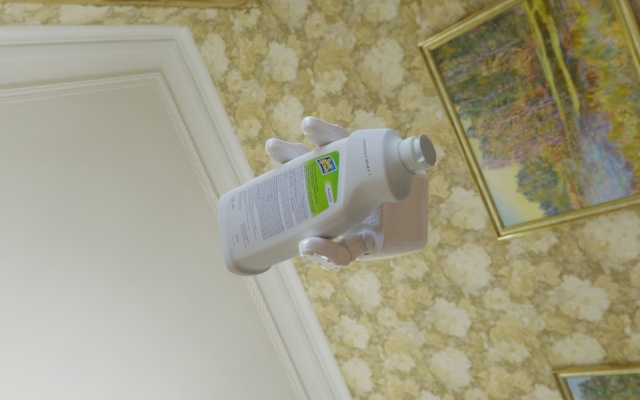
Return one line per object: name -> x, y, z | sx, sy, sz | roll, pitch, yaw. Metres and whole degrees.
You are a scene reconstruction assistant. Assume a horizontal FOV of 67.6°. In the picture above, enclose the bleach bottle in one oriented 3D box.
bleach bottle -> 0.000, 0.001, 0.479 | 0.251, 0.102, 0.068 | -22, -17, 37
